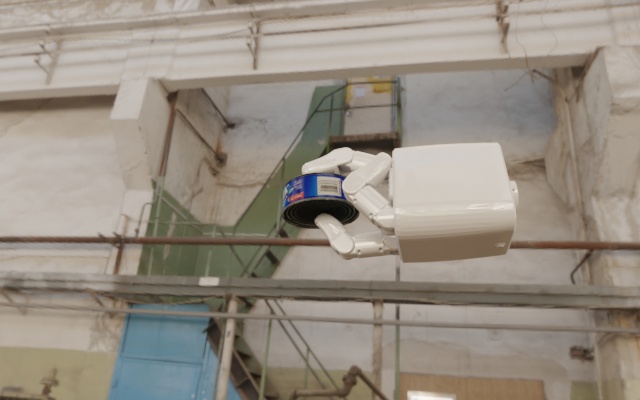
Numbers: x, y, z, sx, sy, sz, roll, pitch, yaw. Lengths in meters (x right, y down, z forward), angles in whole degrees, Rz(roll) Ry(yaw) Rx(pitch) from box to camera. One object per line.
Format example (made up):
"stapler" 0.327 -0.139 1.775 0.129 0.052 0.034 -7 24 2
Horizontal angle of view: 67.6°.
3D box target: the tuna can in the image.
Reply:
"tuna can" 0.000 0.001 0.536 0.086 0.033 0.086 -1 -24 -1
